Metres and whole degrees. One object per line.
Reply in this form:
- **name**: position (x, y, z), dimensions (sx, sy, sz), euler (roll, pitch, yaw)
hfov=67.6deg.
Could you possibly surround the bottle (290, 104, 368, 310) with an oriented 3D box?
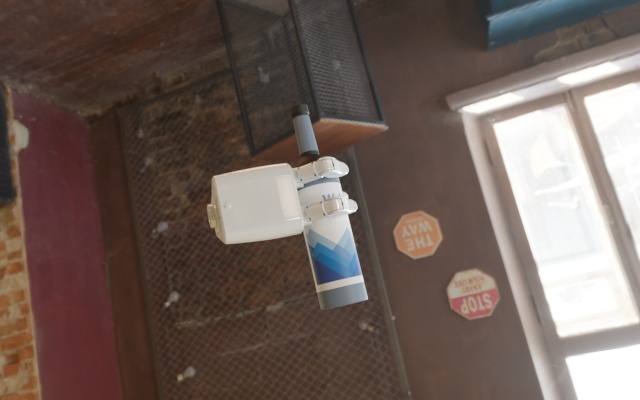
- **bottle**: position (0.000, 0.002, 0.683), dimensions (0.069, 0.295, 0.069), euler (-13, -11, -2)
